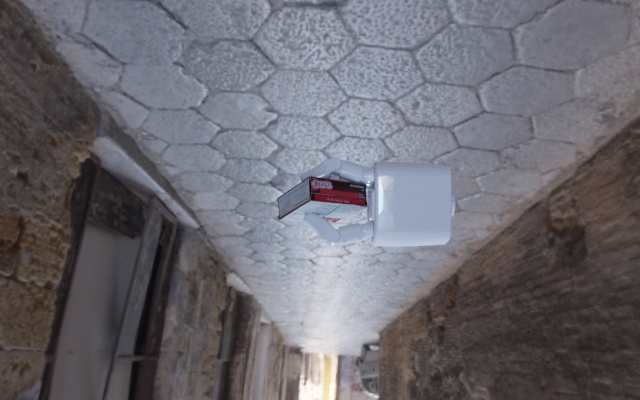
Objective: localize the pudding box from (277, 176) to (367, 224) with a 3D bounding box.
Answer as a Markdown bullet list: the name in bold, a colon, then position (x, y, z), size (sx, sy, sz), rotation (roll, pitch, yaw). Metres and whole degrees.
- **pudding box**: position (0.000, 0.002, 0.680), size (0.090, 0.039, 0.113), rotation (8, -21, -27)
